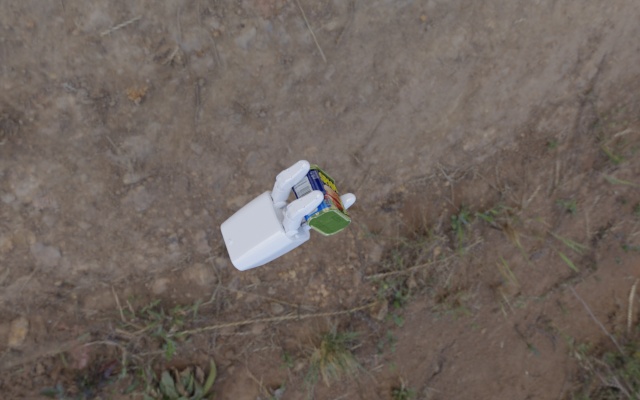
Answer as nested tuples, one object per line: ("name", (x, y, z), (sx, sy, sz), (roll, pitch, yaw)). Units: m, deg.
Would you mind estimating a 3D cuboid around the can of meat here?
("can of meat", (0.000, 0.003, 0.766), (0.057, 0.084, 0.102), (-30, -26, 13))
